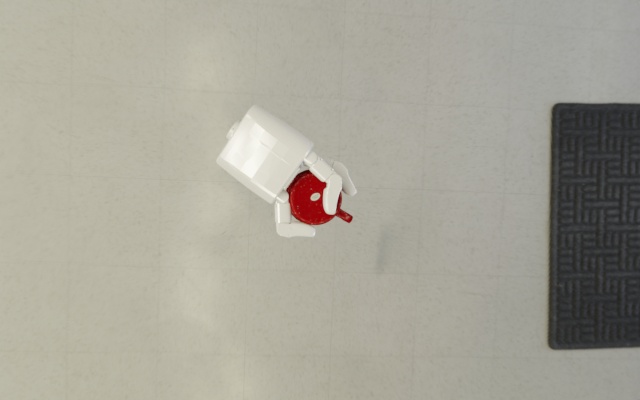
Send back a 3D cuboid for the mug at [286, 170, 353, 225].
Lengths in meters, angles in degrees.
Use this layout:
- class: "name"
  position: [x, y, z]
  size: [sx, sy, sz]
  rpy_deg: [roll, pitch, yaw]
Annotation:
- class: "mug"
  position: [0.001, 0.003, 0.761]
  size: [0.117, 0.093, 0.081]
  rpy_deg: [34, 0, -5]
